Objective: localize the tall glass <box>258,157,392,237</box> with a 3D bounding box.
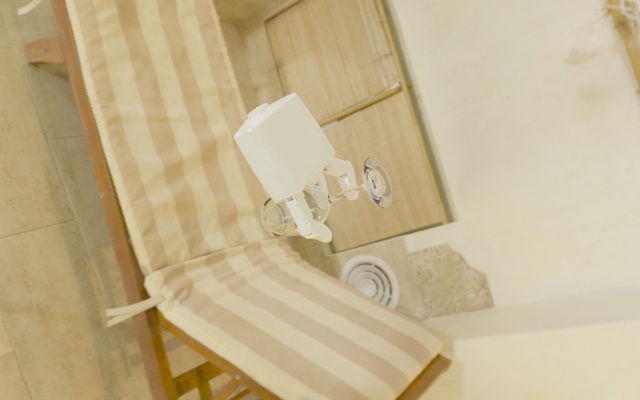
[{"bbox_3d":[0.001,0.002,0.707,0.201,0.079,0.079,-19,-11,33],"label":"tall glass"}]
